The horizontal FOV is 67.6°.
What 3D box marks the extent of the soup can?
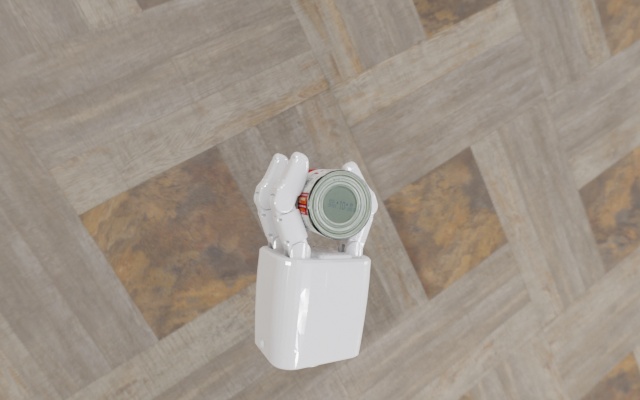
[{"bbox_3d":[0.000,0.001,0.489,0.068,0.068,0.102,0,3,-22],"label":"soup can"}]
